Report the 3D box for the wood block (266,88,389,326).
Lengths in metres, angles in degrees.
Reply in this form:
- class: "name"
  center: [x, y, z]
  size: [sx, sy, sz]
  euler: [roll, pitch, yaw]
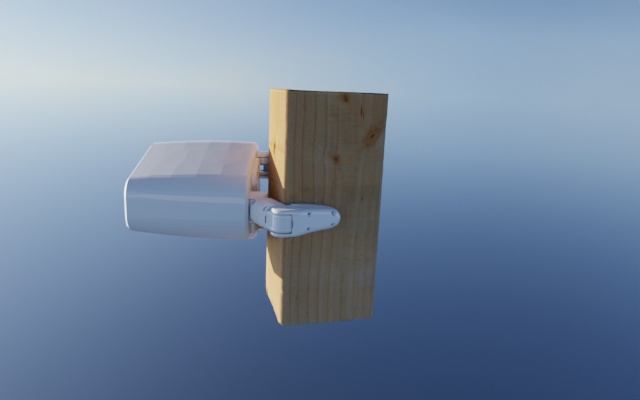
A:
- class: "wood block"
  center: [0.000, 0.001, 0.453]
  size: [0.090, 0.206, 0.090]
  euler: [-1, 14, -15]
